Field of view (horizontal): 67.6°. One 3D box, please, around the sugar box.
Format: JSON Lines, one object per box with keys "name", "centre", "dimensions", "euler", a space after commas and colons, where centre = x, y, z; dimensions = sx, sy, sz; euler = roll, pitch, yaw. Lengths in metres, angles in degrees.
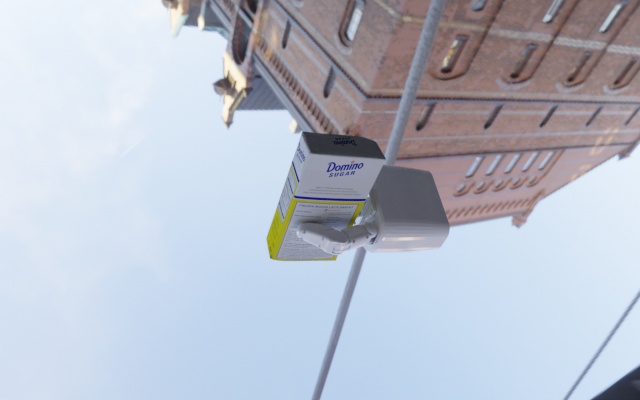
{"name": "sugar box", "centre": [0.000, 0.002, 0.572], "dimensions": [0.093, 0.176, 0.048], "euler": [3, 41, -23]}
